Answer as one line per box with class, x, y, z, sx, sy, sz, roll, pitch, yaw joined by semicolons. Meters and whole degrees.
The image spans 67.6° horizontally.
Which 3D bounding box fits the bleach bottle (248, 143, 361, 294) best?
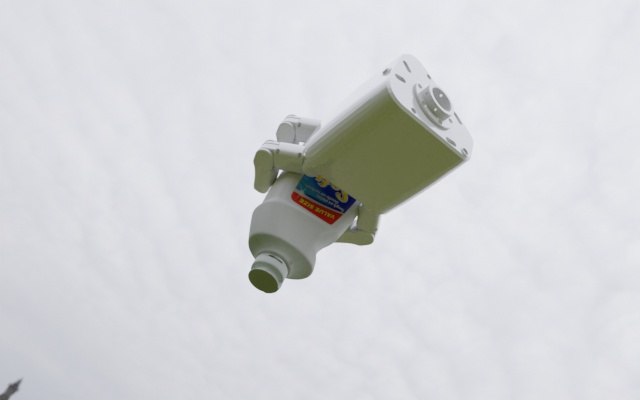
bleach bottle;0.000;0.002;0.495;0.068;0.102;0.250;-34;17;39
